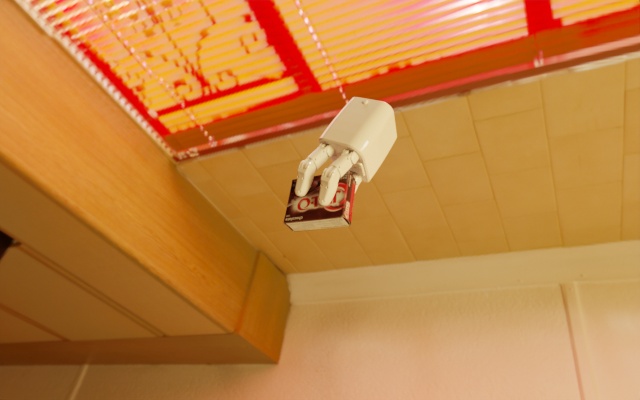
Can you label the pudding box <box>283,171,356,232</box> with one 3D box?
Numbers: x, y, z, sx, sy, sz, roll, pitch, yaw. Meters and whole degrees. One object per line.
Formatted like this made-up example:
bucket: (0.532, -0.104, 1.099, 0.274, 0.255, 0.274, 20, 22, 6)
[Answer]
pudding box: (0.000, 0.003, 0.802, 0.113, 0.090, 0.039, -9, -37, 28)
